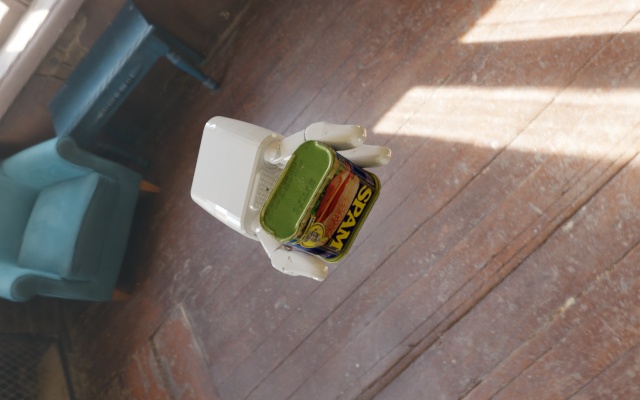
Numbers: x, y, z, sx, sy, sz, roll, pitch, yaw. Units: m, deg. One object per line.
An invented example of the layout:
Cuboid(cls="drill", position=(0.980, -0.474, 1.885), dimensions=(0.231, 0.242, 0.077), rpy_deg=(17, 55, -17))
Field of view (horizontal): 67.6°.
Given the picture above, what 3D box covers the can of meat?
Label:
Cuboid(cls="can of meat", position=(0.000, 0.002, 0.460), dimensions=(0.057, 0.102, 0.084), rpy_deg=(30, 1, 40))
